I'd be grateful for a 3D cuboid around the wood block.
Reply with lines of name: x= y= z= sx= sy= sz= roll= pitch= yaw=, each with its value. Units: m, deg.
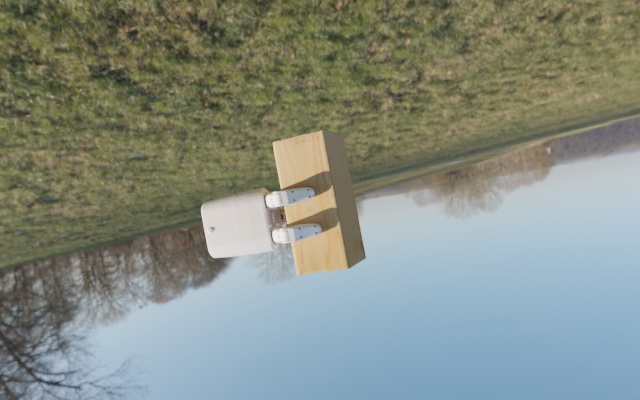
wood block: x=0.000 y=0.003 z=0.750 sx=0.090 sy=0.206 sz=0.091 roll=-11 pitch=0 yaw=21
